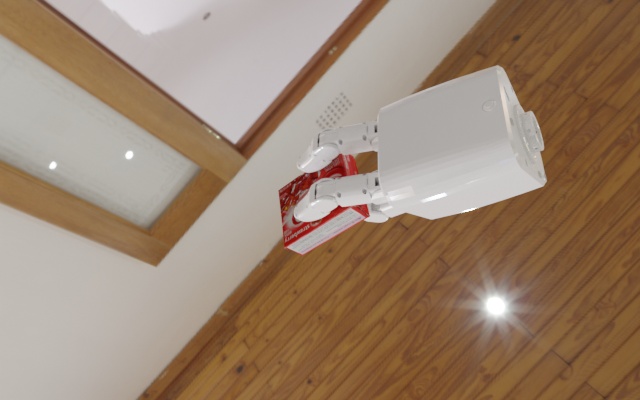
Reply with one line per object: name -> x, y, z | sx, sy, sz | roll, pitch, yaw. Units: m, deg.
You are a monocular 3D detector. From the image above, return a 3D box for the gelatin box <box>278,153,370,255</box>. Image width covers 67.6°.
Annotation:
gelatin box -> 0.000, 0.002, 0.472 | 0.089, 0.073, 0.030 | -33, -43, 28
